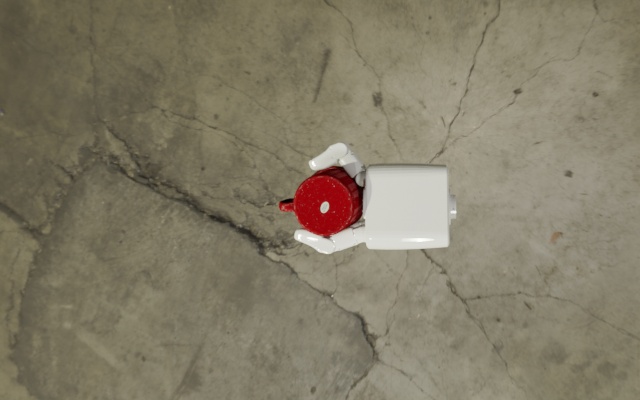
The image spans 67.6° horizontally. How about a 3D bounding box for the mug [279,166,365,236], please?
[{"bbox_3d":[-0.001,0.002,0.648,0.117,0.093,0.081,-2,7,13],"label":"mug"}]
